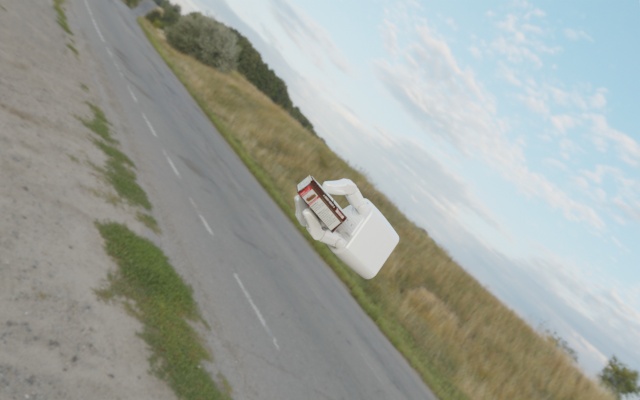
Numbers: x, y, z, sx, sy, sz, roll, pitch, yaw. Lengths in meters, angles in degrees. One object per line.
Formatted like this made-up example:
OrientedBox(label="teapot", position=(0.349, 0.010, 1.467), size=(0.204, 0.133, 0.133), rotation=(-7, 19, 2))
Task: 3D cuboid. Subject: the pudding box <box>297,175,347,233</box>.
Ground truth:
OrientedBox(label="pudding box", position=(0.000, 0.003, 0.818), size=(0.039, 0.090, 0.113), rotation=(-42, 7, 0))
